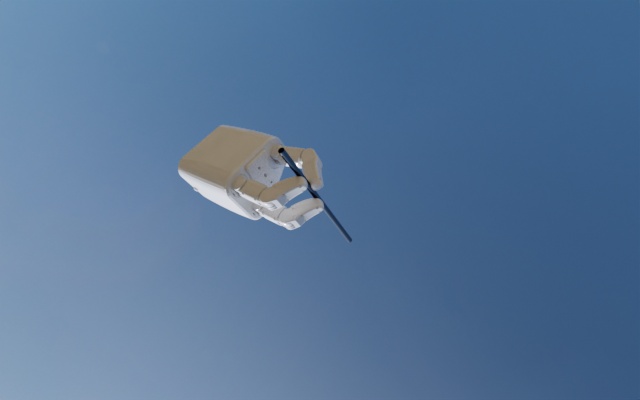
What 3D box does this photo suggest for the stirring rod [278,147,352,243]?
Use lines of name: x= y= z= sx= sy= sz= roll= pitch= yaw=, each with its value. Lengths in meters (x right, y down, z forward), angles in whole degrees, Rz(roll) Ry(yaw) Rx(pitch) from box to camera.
stirring rod: x=0.000 y=0.002 z=0.633 sx=0.011 sy=0.011 sz=0.240 roll=0 pitch=-29 yaw=25
